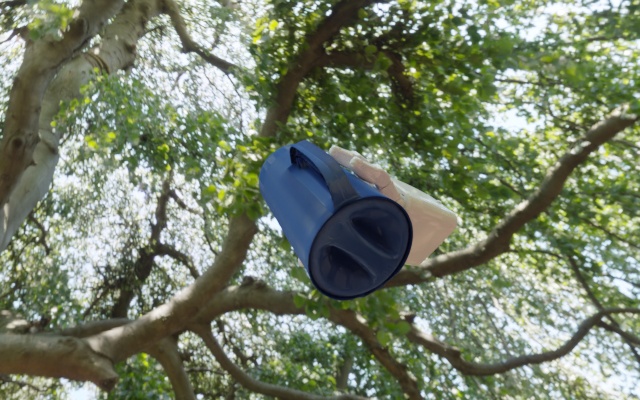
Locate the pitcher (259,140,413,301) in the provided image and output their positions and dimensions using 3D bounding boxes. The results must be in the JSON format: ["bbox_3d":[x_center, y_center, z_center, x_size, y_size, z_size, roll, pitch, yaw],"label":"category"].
[{"bbox_3d":[0.000,0.002,0.624,0.145,0.149,0.242,16,16,-31],"label":"pitcher"}]
